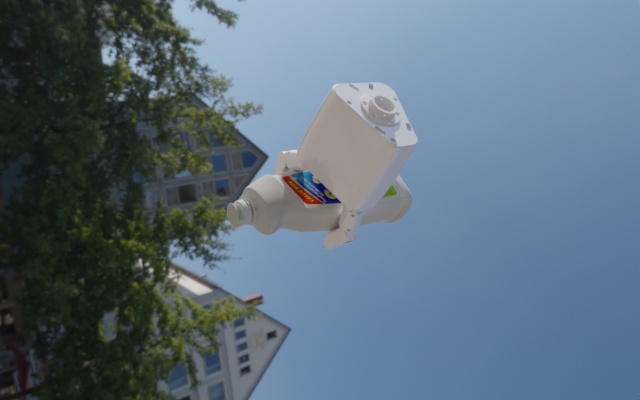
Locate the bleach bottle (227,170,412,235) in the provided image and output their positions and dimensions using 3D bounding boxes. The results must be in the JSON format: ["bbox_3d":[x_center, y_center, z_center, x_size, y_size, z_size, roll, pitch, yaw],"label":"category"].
[{"bbox_3d":[0.000,0.002,0.628,0.251,0.102,0.068,-12,-30,-36],"label":"bleach bottle"}]
